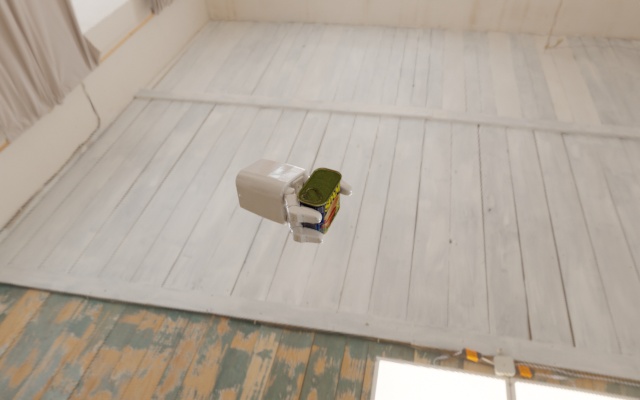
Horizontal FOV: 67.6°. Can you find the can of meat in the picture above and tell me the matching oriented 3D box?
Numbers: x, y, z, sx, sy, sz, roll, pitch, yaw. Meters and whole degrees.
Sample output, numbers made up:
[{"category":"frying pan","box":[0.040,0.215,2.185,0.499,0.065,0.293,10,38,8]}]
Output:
[{"category":"can of meat","box":[0.000,0.003,0.895,0.057,0.084,0.102,16,46,18]}]
